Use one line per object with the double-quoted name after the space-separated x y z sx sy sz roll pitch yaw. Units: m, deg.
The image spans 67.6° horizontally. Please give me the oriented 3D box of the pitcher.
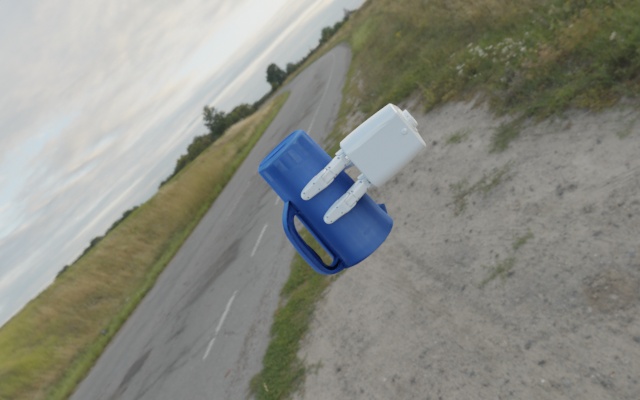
0.000 0.003 0.848 0.145 0.243 0.149 -39 13 19 "pitcher"
